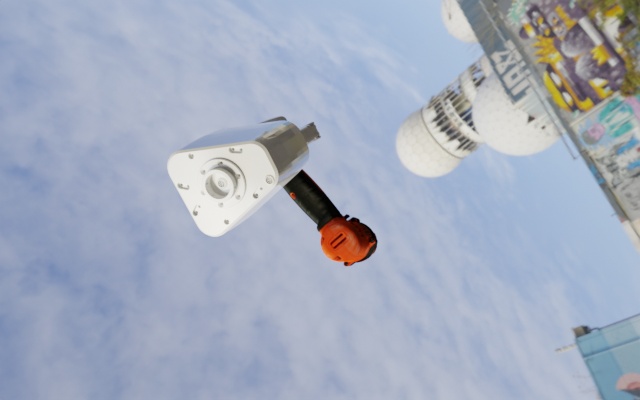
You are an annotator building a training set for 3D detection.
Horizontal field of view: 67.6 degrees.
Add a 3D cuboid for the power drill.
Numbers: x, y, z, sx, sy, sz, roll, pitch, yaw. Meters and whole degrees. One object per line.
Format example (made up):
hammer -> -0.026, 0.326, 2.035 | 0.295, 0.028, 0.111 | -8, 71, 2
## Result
power drill -> 0.000, 0.002, 0.615 | 0.057, 0.187, 0.184 | -44, -14, 5
